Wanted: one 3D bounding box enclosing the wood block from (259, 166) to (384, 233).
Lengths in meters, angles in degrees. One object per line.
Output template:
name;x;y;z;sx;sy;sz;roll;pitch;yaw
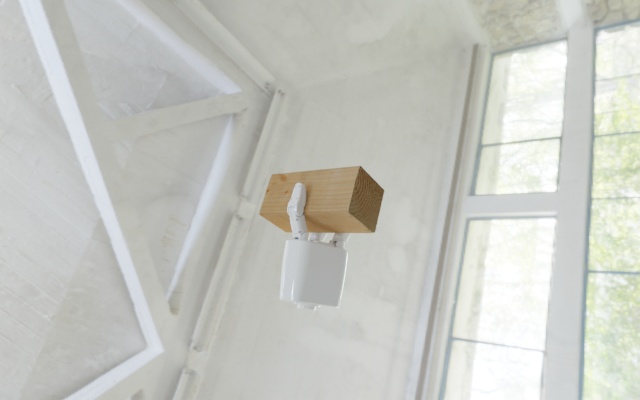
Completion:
wood block;0.000;0.003;0.878;0.206;0.090;0.091;-3;-29;38
